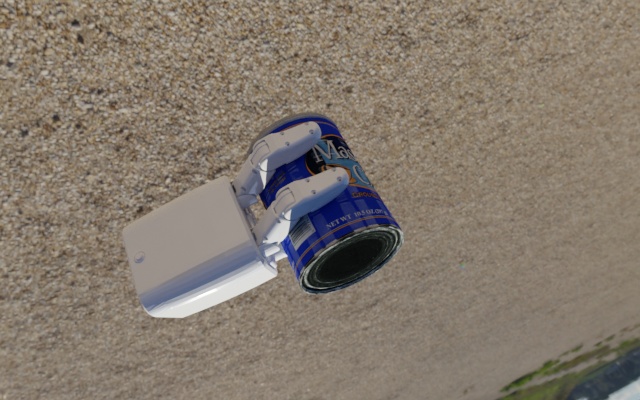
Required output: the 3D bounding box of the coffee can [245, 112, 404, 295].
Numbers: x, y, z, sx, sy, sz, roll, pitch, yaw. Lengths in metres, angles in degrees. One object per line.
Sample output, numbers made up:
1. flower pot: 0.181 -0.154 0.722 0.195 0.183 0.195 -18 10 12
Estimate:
1. coffee can: 0.000 0.001 0.452 0.103 0.140 0.103 -21 -31 -13
